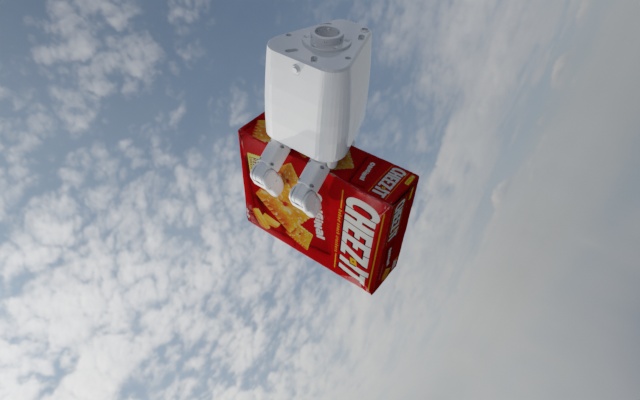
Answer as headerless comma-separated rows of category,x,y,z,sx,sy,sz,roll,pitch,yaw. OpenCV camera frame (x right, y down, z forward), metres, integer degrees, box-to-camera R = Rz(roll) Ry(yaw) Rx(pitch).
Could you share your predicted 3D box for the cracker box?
cracker box,0.000,0.002,0.600,0.213,0.164,0.072,29,50,23
